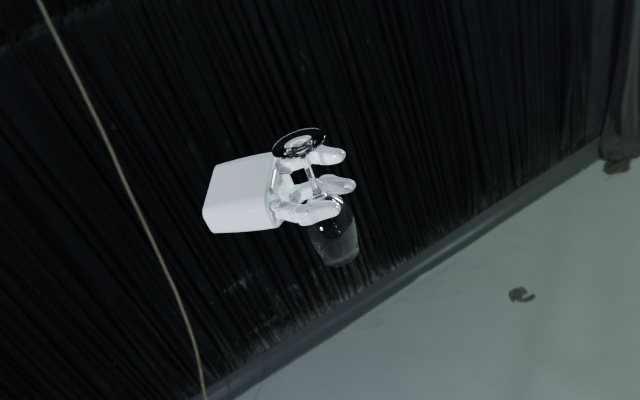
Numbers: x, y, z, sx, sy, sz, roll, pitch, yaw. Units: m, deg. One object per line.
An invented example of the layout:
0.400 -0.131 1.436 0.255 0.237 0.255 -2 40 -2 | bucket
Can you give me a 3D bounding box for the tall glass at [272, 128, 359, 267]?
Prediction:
0.000 0.002 0.680 0.079 0.201 0.079 -15 33 10 | tall glass
